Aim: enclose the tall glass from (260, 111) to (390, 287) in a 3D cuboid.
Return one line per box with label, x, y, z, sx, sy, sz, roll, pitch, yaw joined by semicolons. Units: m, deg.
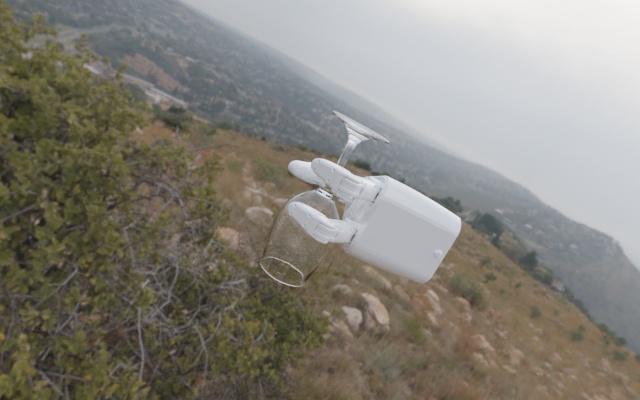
tall glass;0.000;0.001;0.561;0.079;0.201;0.079;27;13;-7
